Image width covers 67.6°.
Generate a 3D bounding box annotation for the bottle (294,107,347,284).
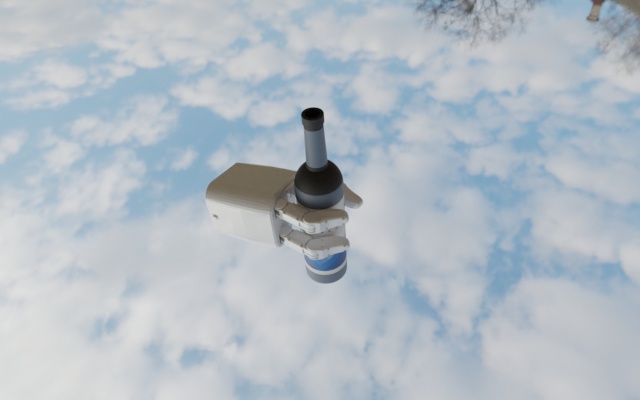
[{"bbox_3d":[0.000,0.002,0.665,0.069,0.296,0.069,-3,44,3],"label":"bottle"}]
